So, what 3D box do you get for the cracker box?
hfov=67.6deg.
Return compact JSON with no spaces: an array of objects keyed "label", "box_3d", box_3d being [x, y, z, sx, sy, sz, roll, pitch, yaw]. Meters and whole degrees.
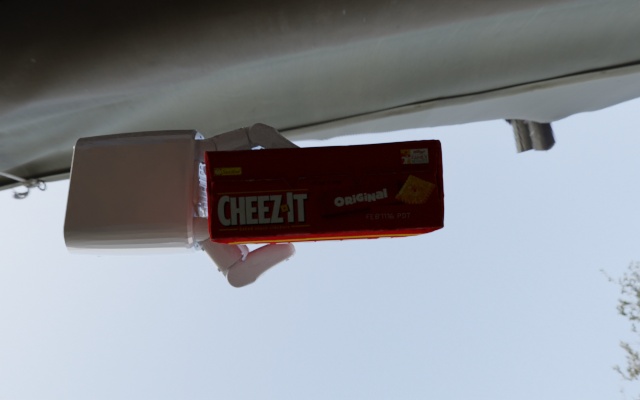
[{"label":"cracker box","box_3d":[0.000,0.001,0.427,0.164,0.072,0.214,-4,-3,-2]}]
